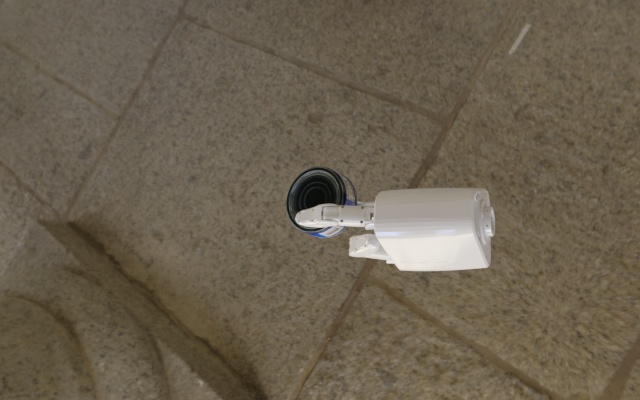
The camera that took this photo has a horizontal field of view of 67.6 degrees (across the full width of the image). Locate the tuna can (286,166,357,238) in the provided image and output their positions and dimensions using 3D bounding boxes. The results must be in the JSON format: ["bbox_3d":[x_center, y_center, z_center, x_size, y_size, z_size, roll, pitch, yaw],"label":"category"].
[{"bbox_3d":[0.000,0.002,0.591,0.086,0.086,0.034,0,-12,32],"label":"tuna can"}]
